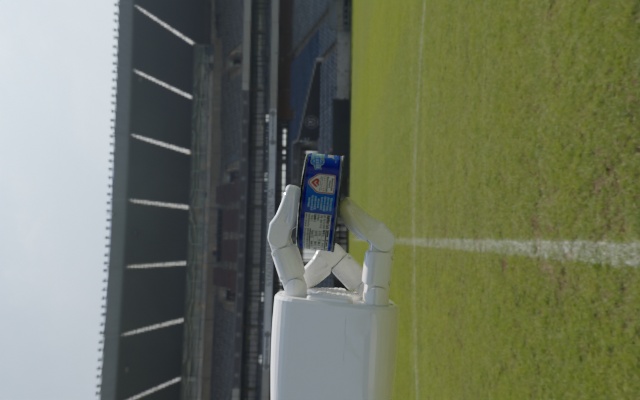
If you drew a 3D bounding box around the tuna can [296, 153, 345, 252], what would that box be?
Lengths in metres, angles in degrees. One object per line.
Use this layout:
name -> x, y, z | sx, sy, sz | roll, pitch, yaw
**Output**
tuna can -> -0.001, 0.001, 0.421 | 0.034, 0.086, 0.086 | 6, 0, 1
